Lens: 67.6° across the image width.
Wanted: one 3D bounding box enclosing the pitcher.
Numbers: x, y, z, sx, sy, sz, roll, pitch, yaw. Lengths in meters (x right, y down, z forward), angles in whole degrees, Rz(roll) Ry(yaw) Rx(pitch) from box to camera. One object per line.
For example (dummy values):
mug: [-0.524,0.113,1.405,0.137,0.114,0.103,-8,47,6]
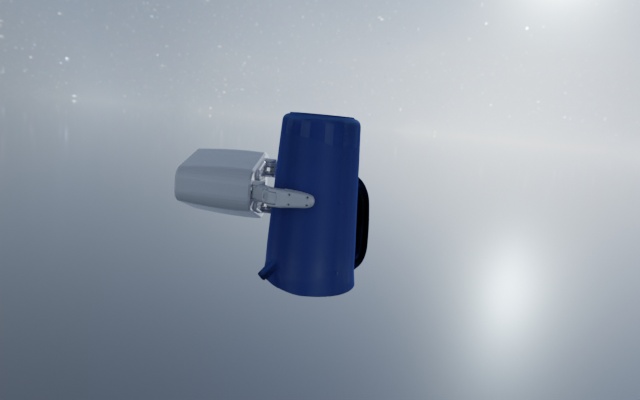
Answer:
pitcher: [0.000,0.002,0.676,0.145,0.243,0.149,6,9,6]
